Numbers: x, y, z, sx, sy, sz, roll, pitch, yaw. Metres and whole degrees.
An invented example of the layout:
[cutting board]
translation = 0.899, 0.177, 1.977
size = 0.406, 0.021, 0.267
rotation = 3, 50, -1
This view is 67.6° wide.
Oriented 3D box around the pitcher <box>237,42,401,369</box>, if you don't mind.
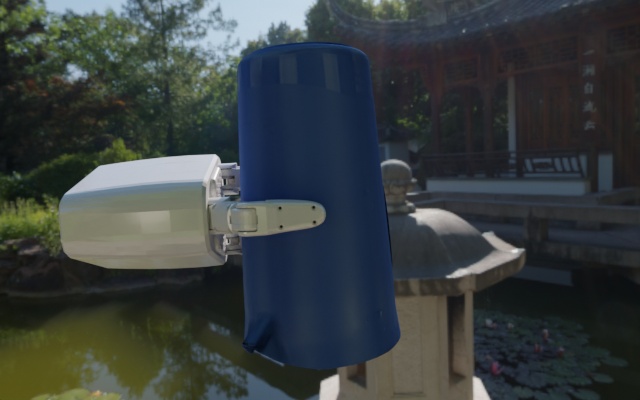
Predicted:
[pitcher]
translation = 0.000, 0.001, 0.407
size = 0.145, 0.243, 0.149
rotation = -4, 5, -4
